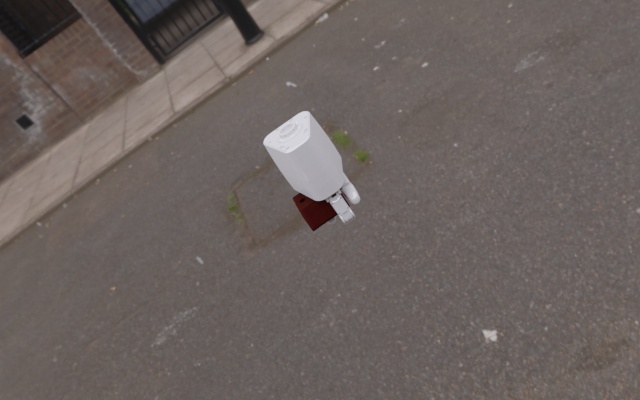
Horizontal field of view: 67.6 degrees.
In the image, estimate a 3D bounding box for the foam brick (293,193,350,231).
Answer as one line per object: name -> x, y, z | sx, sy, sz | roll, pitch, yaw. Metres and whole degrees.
foam brick -> 0.000, 0.003, 0.820 | 0.078, 0.051, 0.053 | -35, 33, 2
